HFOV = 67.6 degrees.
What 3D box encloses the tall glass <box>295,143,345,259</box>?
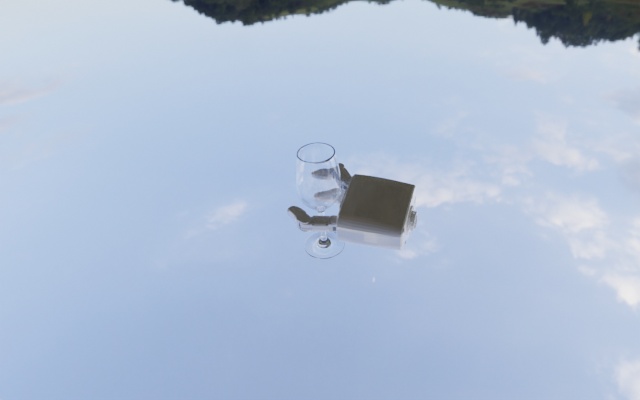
[{"bbox_3d":[0.000,0.003,0.816,0.079,0.201,0.079,-4,37,3],"label":"tall glass"}]
